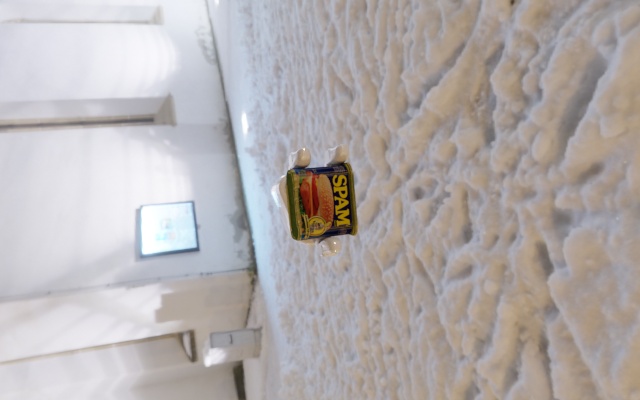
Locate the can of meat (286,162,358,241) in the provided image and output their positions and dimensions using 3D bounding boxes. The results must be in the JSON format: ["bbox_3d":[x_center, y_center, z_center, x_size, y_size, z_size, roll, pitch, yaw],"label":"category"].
[{"bbox_3d":[0.000,0.002,0.654,0.084,0.102,0.057,-6,3,-15],"label":"can of meat"}]
